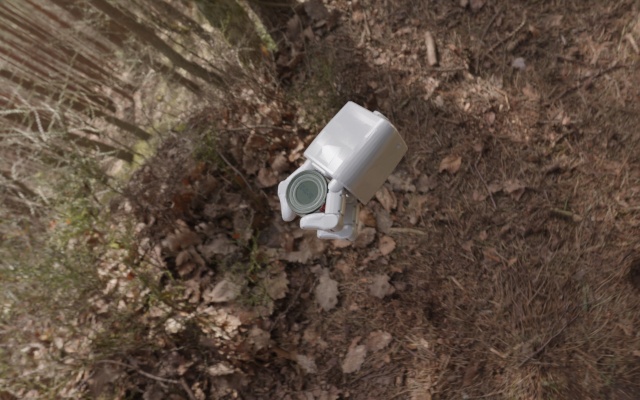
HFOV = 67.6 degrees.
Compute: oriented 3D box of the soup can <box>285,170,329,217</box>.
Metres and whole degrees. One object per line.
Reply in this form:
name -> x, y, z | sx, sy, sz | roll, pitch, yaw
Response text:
soup can -> 0.000, 0.003, 0.705 | 0.068, 0.068, 0.102 | 0, -17, 24
